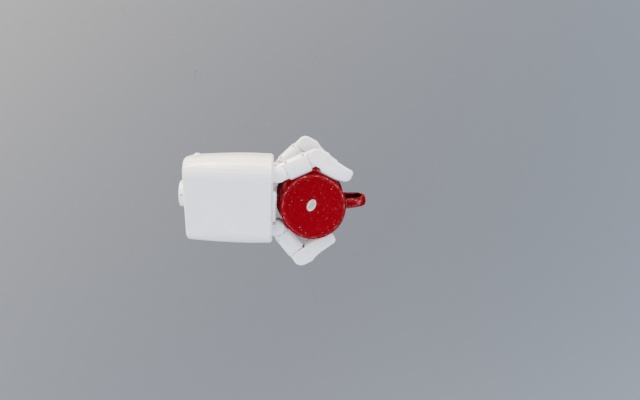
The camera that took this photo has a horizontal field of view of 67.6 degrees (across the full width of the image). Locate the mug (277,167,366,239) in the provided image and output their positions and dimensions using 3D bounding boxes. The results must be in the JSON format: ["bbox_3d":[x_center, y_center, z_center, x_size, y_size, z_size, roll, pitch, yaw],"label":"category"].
[{"bbox_3d":[0.002,0.002,0.614,0.117,0.093,0.081,0,9,-5],"label":"mug"}]
